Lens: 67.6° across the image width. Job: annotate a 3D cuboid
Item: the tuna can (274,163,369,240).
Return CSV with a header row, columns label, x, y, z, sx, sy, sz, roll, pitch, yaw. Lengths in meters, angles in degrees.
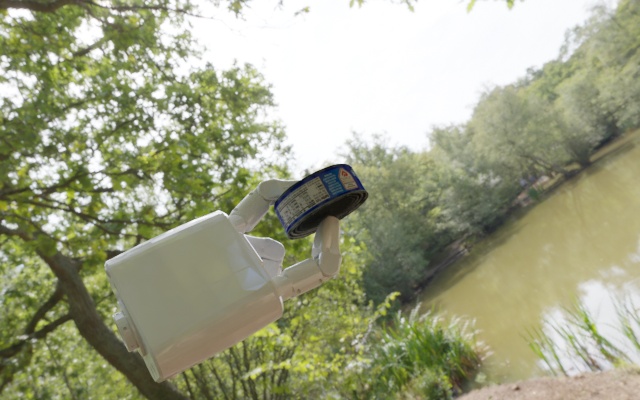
label,x,y,z,sx,sy,sz,roll,pitch,yaw
tuna can,0.000,0.001,0.450,0.086,0.033,0.086,-27,-14,-8
